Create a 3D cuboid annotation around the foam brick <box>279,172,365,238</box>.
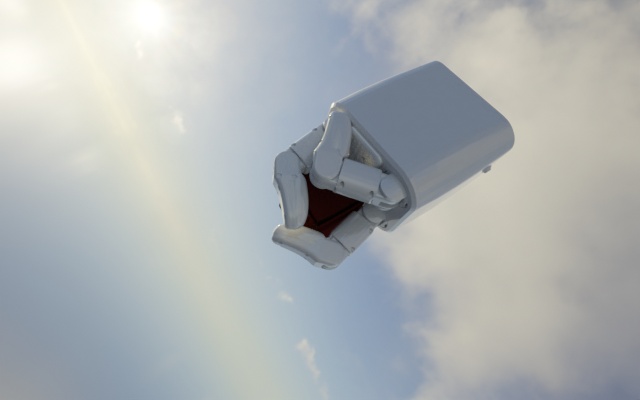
[{"bbox_3d":[0.000,0.001,0.422,0.051,0.053,0.078,-29,-12,-17],"label":"foam brick"}]
